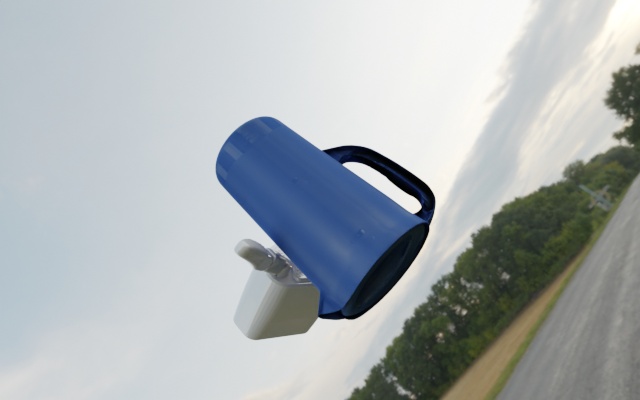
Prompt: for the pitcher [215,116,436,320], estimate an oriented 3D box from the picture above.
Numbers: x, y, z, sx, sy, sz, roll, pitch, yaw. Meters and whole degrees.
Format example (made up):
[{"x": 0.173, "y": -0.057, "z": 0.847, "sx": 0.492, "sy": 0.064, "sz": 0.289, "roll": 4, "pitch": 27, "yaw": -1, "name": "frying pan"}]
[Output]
[{"x": 0.000, "y": 0.002, "z": 0.547, "sx": 0.242, "sy": 0.145, "sz": 0.149, "roll": 41, "pitch": 29, "yaw": 25, "name": "pitcher"}]
